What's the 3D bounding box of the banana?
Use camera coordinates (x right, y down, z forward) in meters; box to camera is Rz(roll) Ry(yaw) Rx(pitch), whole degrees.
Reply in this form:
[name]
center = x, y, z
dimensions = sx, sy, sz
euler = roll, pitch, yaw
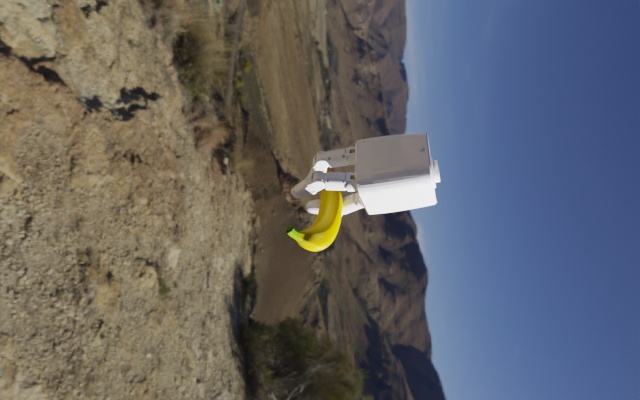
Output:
[banana]
center = 0.005, 0.020, 0.708
dimensions = 0.037, 0.070, 0.197
euler = -11, 23, 22
